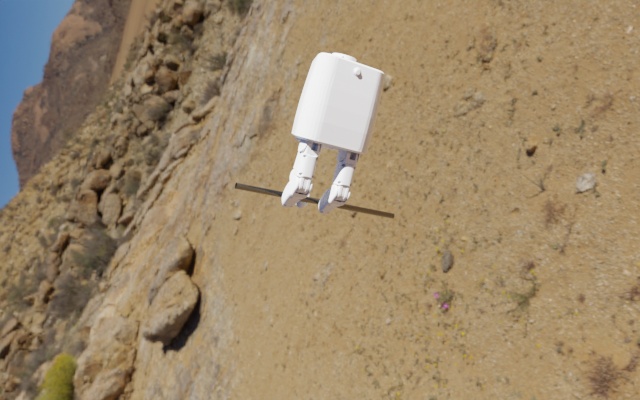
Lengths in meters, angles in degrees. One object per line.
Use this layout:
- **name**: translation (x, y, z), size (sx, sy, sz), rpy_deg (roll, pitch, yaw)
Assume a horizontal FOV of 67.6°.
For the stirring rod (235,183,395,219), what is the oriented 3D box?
- **stirring rod**: translation (0.000, 0.002, 0.653), size (0.239, 0.011, 0.011), rpy_deg (11, -5, -25)
